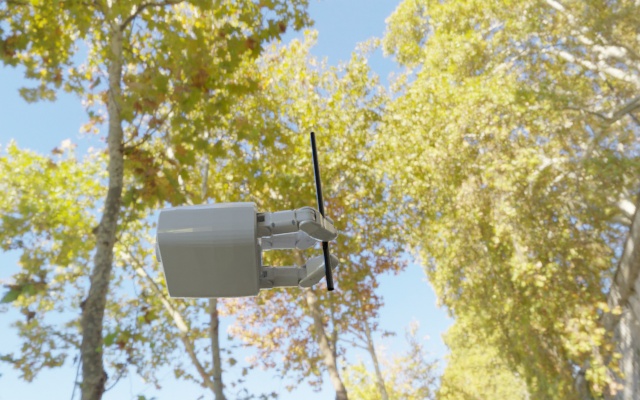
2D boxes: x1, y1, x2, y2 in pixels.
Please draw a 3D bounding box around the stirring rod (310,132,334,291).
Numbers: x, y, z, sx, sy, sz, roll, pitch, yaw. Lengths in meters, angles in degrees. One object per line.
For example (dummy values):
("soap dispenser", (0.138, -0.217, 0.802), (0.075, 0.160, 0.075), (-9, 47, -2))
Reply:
("stirring rod", (0.000, 0.002, 0.593), (0.011, 0.239, 0.011), (-4, -37, -3))
